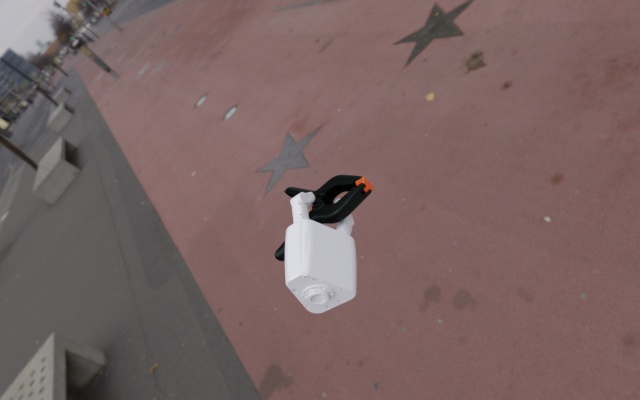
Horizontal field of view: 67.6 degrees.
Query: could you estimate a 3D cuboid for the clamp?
[{"bbox_3d":[0.000,0.002,0.856,0.210,0.164,0.036,-31,-50,27],"label":"clamp"}]
